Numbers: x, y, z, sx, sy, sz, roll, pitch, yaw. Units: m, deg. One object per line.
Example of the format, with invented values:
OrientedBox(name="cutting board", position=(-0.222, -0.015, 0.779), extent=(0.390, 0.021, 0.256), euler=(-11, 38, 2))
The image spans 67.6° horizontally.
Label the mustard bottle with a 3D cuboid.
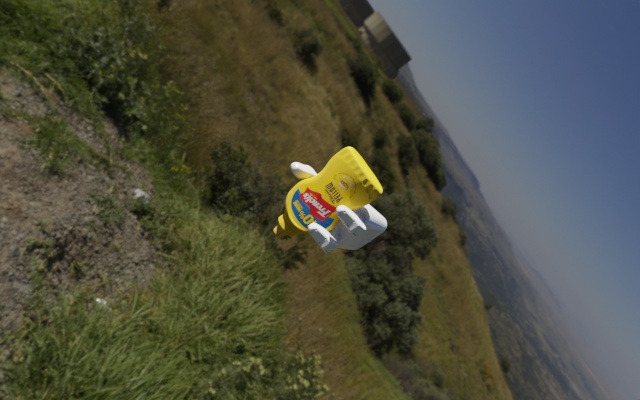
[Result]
OrientedBox(name="mustard bottle", position=(0.000, 0.002, 0.789), extent=(0.192, 0.096, 0.058), euler=(-36, 1, 16))
